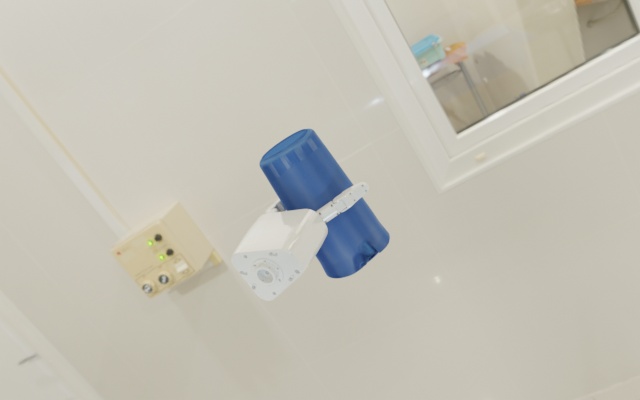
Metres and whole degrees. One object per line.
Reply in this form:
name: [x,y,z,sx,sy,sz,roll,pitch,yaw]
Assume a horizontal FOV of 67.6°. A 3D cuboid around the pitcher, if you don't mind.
pitcher: [0.000,0.003,0.826,0.149,0.243,0.145,-23,19,31]
